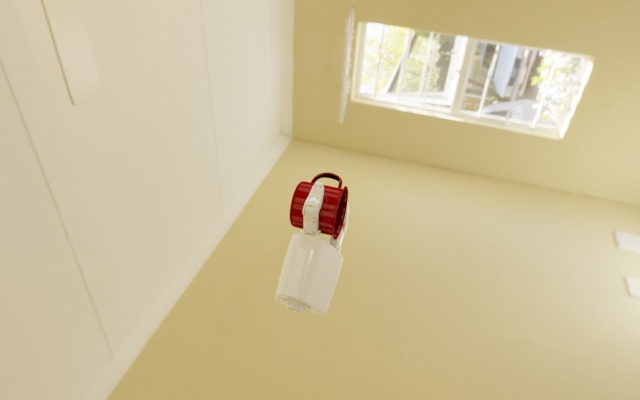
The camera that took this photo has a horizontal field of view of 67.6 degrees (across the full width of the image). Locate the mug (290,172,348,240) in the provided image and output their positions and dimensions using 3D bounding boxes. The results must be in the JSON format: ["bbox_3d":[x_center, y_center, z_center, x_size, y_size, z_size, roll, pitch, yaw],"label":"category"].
[{"bbox_3d":[0.000,0.001,0.821,0.081,0.117,0.093,12,-22,12],"label":"mug"}]
